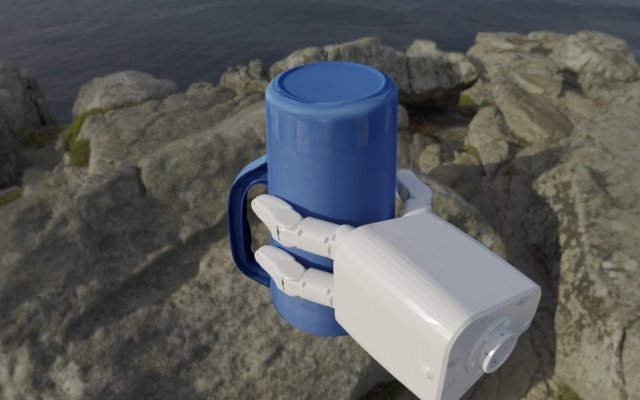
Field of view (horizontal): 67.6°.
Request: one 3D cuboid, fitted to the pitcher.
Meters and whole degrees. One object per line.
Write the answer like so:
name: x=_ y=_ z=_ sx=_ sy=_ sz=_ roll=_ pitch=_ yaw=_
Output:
pitcher: x=0.000 y=0.002 z=0.453 sx=0.149 sy=0.243 sz=0.145 roll=-22 pitch=41 yaw=-27
